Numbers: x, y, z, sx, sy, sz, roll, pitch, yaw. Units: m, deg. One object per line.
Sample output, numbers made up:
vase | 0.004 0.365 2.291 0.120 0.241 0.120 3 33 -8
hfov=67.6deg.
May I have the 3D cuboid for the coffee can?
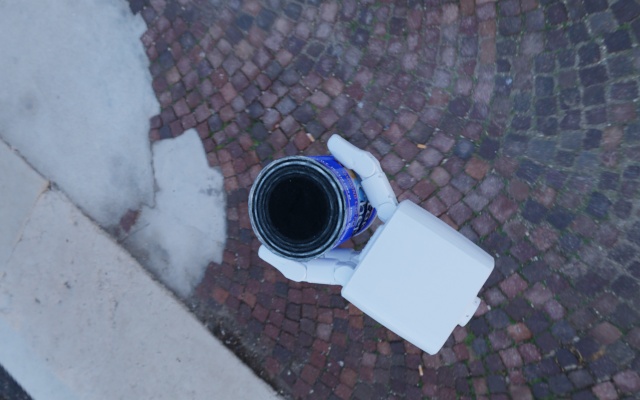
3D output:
coffee can | 0.000 0.002 0.519 0.103 0.103 0.140 0 6 20
